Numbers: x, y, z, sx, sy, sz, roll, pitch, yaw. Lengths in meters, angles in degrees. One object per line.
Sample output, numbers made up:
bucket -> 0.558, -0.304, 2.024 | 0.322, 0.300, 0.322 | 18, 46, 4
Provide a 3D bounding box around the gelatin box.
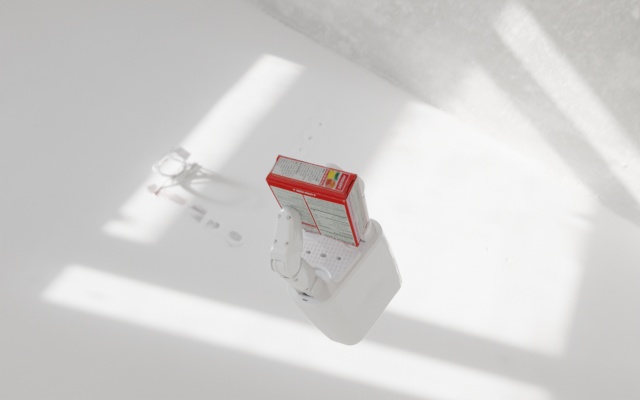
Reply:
gelatin box -> 0.000, 0.002, 0.423 | 0.073, 0.030, 0.089 | 16, -25, 21
